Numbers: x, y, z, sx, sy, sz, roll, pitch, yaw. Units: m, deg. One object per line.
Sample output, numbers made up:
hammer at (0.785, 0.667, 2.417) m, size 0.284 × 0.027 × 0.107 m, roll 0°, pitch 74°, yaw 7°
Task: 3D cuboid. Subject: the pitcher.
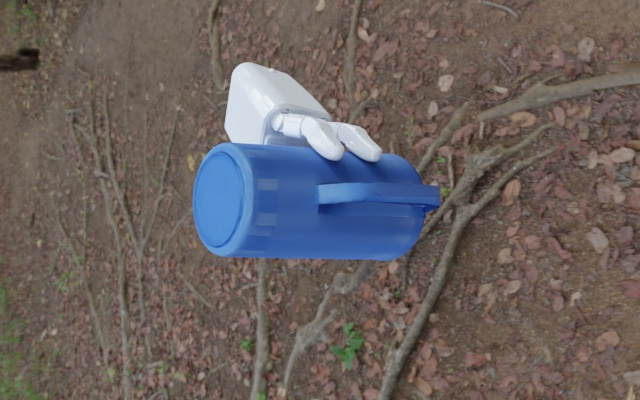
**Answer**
pitcher at (0.000, 0.002, 0.514) m, size 0.243 × 0.149 × 0.145 m, roll 3°, pitch 38°, yaw -42°
